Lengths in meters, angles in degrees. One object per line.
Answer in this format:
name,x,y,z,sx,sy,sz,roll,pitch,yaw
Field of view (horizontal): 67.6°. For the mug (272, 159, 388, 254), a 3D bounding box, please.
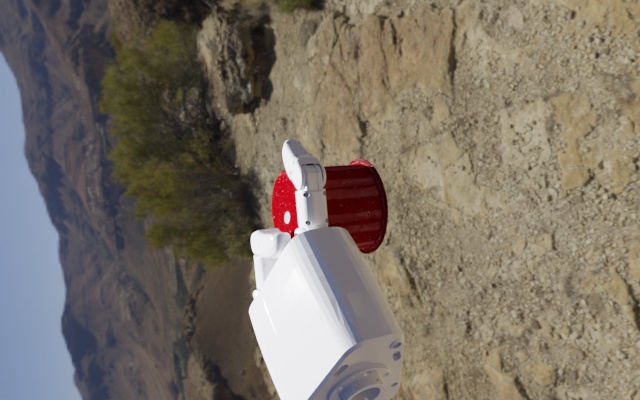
mug,-0.001,0.001,0.458,0.081,0.093,0.117,-5,42,-25
